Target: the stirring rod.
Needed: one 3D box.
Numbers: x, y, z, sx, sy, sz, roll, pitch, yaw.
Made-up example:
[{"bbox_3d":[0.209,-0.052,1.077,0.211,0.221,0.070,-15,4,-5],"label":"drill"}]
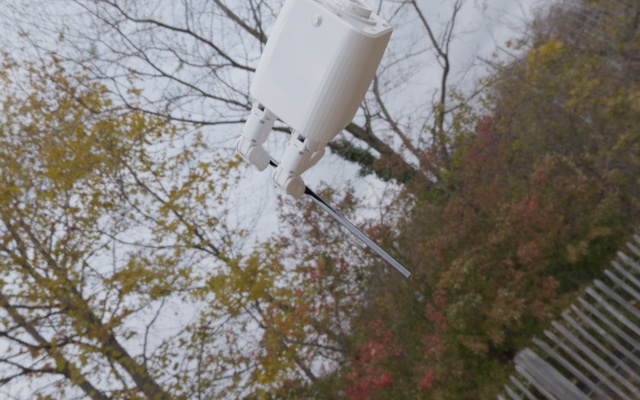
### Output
[{"bbox_3d":[0.000,0.002,0.508,0.239,0.011,0.011,40,16,20],"label":"stirring rod"}]
